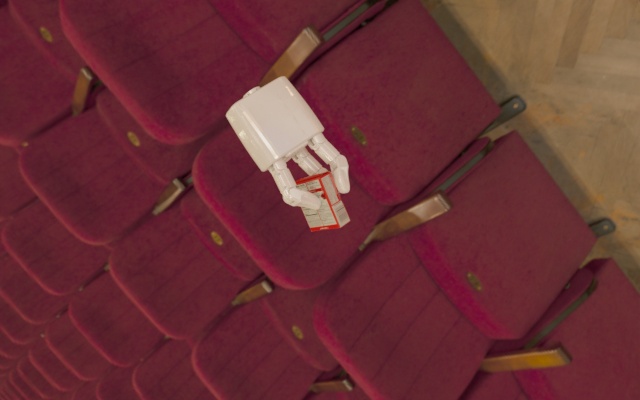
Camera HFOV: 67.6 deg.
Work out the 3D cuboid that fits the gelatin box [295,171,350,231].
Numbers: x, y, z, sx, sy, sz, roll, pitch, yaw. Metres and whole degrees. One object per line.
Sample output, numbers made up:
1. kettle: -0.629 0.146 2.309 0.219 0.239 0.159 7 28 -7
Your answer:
1. gelatin box: 0.000 0.003 0.764 0.030 0.089 0.073 -31 12 -39
